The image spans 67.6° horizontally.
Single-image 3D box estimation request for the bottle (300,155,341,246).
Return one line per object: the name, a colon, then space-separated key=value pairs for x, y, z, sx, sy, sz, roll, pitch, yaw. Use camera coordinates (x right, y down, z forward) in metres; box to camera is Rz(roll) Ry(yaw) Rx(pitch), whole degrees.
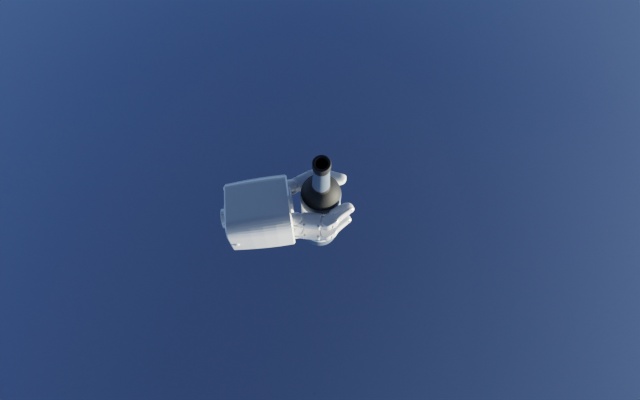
bottle: x=0.000 y=0.003 z=0.808 sx=0.069 sy=0.069 sz=0.296 roll=0 pitch=-22 yaw=-1
